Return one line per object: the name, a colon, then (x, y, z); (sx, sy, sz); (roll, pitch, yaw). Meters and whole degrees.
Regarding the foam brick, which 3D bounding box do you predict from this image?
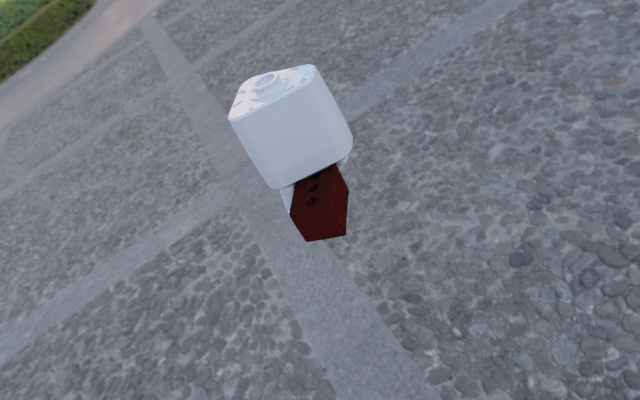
foam brick: (0.000, 0.002, 0.570); (0.053, 0.078, 0.051); (-14, -49, 19)
